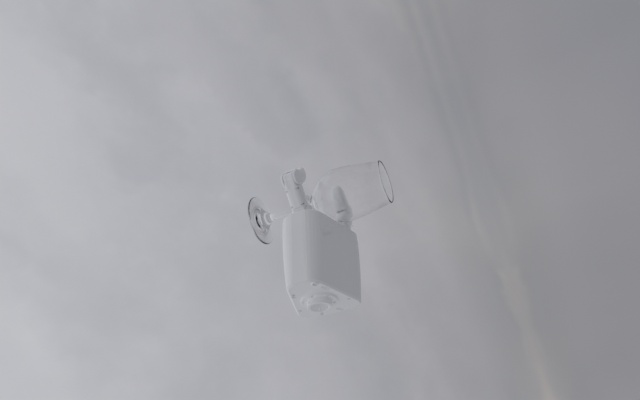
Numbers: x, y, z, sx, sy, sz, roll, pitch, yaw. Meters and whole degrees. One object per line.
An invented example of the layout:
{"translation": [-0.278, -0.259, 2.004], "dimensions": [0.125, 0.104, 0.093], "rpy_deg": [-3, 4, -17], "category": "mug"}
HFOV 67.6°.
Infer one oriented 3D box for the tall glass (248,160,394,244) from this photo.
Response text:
{"translation": [-0.001, 0.002, 0.687], "dimensions": [0.201, 0.079, 0.079], "rpy_deg": [-18, -6, 18], "category": "tall glass"}
